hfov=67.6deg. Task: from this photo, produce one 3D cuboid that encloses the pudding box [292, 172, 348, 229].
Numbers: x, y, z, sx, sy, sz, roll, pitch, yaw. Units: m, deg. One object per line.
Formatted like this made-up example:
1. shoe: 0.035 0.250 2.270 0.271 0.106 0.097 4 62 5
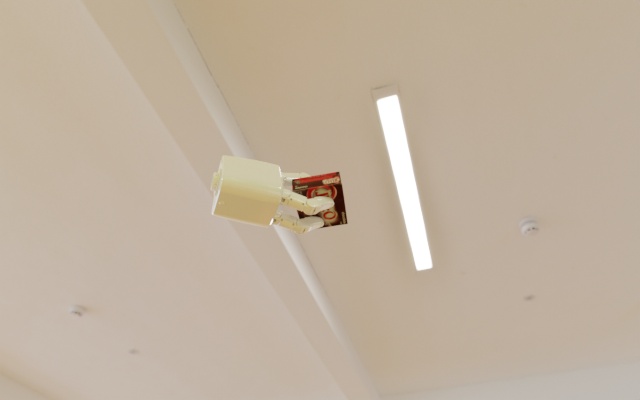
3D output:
1. pudding box: 0.000 0.003 0.889 0.090 0.039 0.114 -9 -42 3
